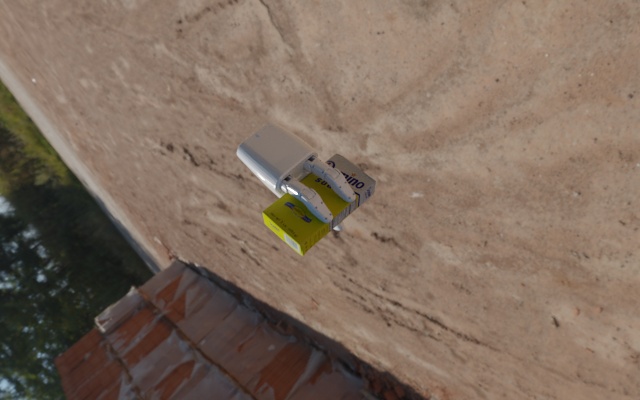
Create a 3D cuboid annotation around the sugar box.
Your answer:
[{"bbox_3d":[0.000,0.002,0.795,0.093,0.176,0.048,39,-23,24],"label":"sugar box"}]
